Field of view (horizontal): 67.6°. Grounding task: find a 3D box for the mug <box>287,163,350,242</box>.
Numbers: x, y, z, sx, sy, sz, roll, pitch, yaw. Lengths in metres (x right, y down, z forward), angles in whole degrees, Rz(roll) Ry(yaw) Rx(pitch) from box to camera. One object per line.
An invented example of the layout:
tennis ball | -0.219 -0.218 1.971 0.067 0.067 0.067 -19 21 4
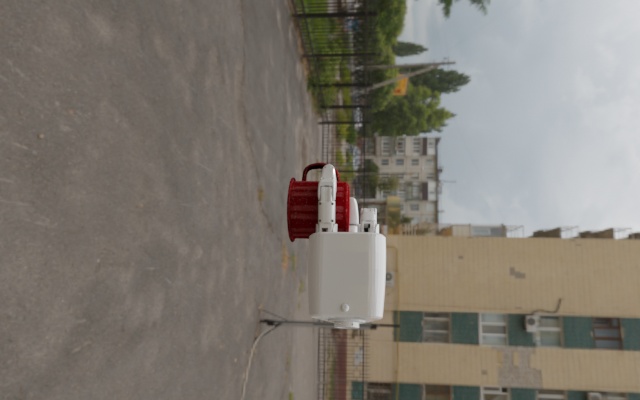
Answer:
mug | 0.000 0.001 0.684 0.081 0.117 0.093 0 -17 6
